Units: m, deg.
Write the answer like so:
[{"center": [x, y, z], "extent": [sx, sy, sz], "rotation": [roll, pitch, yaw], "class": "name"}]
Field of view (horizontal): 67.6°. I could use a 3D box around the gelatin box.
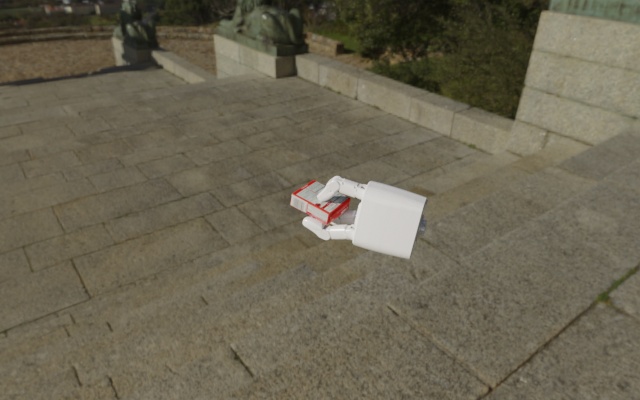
[{"center": [0.000, 0.002, 0.896], "extent": [0.089, 0.030, 0.073], "rotation": [28, 37, 22], "class": "gelatin box"}]
